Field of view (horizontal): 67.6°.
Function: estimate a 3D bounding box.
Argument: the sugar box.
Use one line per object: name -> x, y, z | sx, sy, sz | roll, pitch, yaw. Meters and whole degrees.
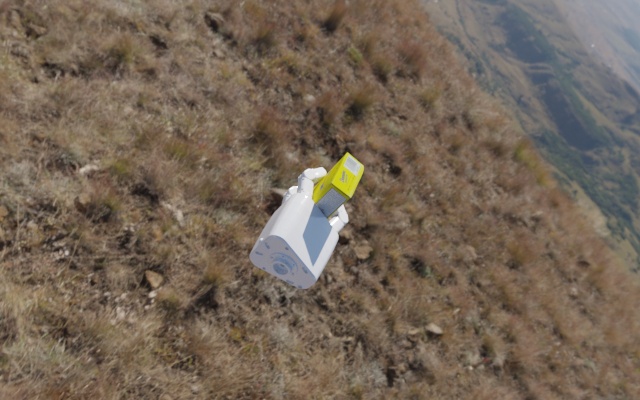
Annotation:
sugar box -> 0.000, 0.002, 0.831 | 0.176, 0.048, 0.093 | -42, 14, 41
